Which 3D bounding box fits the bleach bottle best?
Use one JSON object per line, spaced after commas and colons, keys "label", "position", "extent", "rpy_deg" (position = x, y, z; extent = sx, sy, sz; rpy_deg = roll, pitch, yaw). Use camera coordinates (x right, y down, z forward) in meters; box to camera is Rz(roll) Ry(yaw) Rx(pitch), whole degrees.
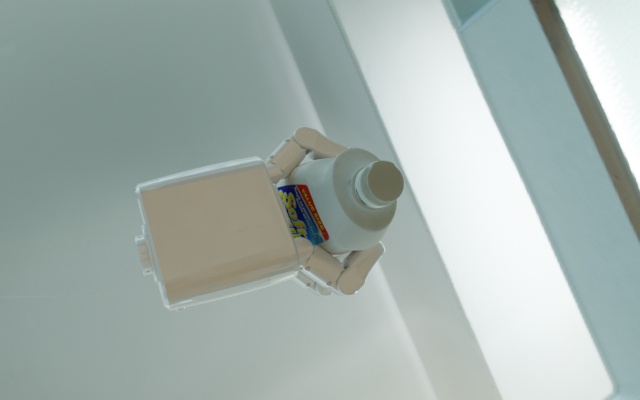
{"label": "bleach bottle", "position": [0.000, 0.002, 0.438], "extent": [0.068, 0.102, 0.251], "rpy_deg": [-14, -6, -22]}
